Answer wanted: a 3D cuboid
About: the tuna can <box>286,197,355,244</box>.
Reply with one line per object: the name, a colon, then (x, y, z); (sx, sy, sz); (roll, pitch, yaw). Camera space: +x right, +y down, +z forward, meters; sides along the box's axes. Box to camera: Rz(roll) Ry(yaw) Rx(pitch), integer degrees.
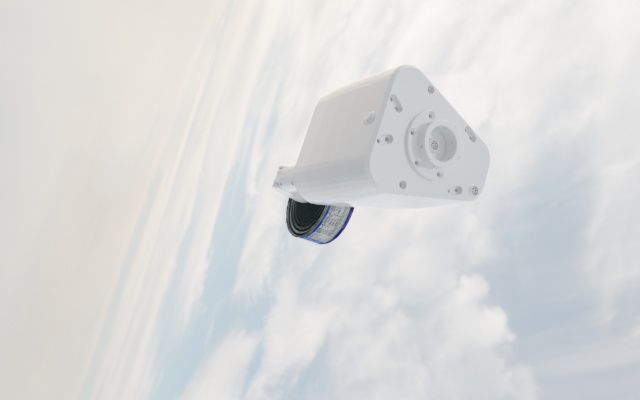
tuna can: (0.001, 0.002, 0.498); (0.034, 0.086, 0.086); (21, -10, -29)
